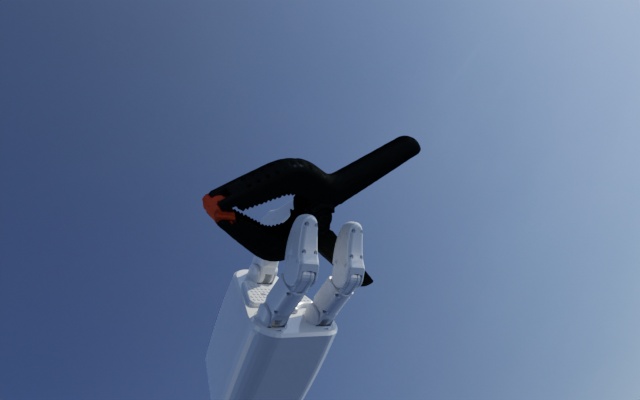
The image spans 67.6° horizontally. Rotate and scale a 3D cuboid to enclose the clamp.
[{"bbox_3d":[-0.001,0.001,0.432,0.210,0.164,0.036,11,16,-39],"label":"clamp"}]
